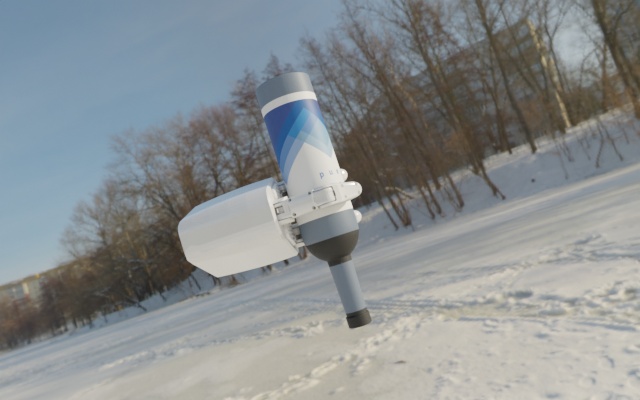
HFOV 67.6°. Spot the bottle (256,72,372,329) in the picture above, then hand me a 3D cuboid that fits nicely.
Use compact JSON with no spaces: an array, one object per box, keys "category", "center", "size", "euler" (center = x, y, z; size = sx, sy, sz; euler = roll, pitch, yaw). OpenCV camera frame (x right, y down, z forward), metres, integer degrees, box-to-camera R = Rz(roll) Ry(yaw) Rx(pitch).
[{"category":"bottle","center":[0.000,0.002,0.554],"size":[0.069,0.295,0.069],"euler":[-18,-5,-2]}]
